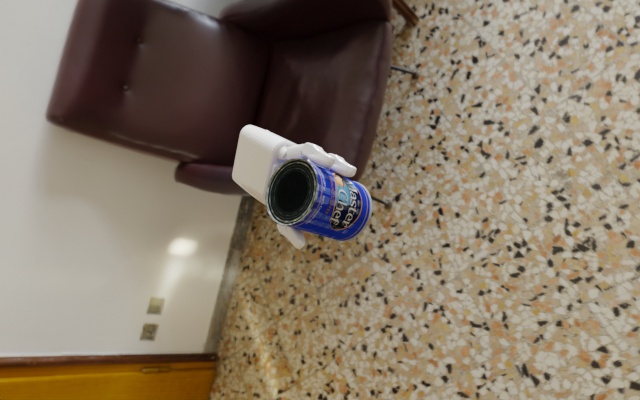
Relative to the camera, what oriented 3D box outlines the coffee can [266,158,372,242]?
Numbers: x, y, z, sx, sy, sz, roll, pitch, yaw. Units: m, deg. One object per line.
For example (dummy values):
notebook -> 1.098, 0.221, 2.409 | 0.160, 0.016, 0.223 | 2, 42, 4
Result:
coffee can -> 0.000, 0.003, 0.743 | 0.103, 0.103, 0.140 | 0, -13, 40
